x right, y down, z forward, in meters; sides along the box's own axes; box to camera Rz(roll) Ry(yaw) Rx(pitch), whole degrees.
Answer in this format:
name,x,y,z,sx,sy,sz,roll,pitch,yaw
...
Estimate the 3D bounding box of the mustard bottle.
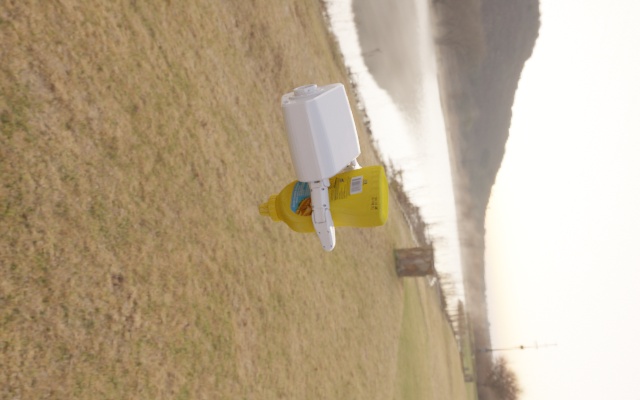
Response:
name,x,y,z,sx,sy,sz,roll,pitch,yaw
mustard bottle,0.000,0.003,0.695,0.191,0.096,0.058,-7,-44,17
